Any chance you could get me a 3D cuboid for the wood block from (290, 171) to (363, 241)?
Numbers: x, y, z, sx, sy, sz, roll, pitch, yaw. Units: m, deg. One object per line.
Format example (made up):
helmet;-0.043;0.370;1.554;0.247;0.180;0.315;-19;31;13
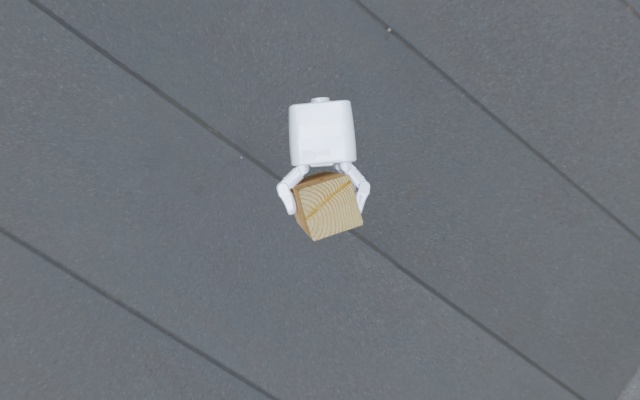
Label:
wood block;0.000;0.003;0.874;0.091;0.090;0.206;-17;8;-7
